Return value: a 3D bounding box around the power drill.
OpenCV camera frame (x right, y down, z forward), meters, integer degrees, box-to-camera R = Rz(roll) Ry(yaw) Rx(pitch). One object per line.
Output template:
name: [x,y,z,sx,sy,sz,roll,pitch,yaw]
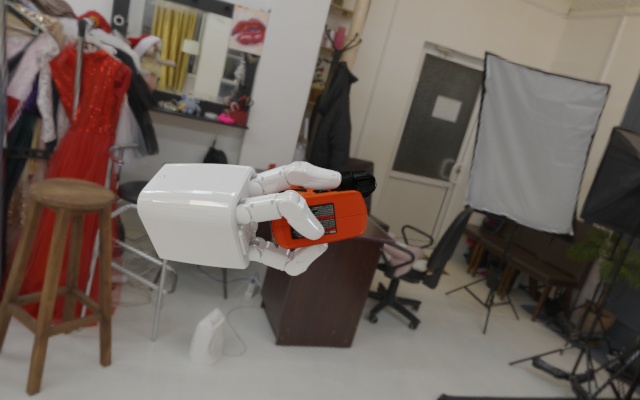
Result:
power drill: [0.000,0.002,0.603,0.184,0.057,0.187,-11,11,-7]
